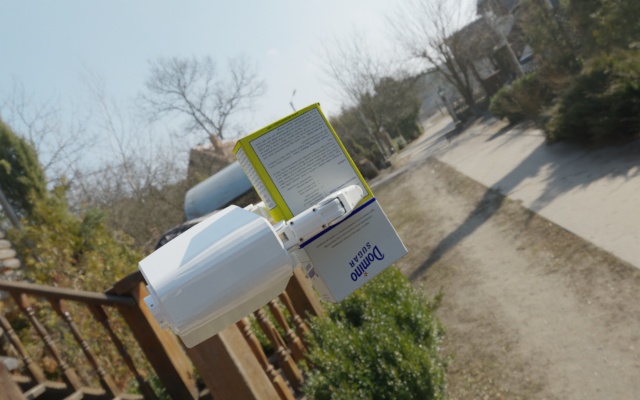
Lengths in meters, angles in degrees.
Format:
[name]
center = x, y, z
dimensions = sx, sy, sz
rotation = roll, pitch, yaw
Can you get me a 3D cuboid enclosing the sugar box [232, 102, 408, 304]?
[sugar box]
center = 0.000, 0.002, 0.467
dimensions = 0.093, 0.176, 0.048
rotation = -31, 3, -21
